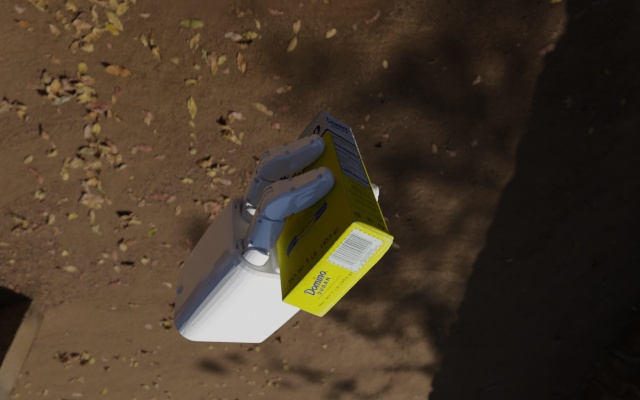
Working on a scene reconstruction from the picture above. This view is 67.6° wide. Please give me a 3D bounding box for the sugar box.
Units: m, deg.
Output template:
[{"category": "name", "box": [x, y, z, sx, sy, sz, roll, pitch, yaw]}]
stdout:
[{"category": "sugar box", "box": [0.000, 0.001, 0.419, 0.048, 0.093, 0.176, 26, 27, -28]}]
